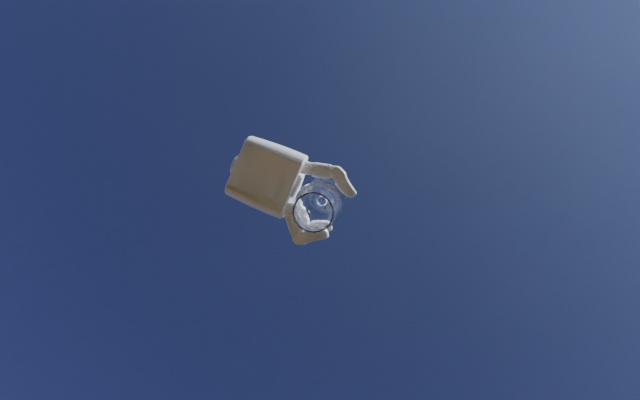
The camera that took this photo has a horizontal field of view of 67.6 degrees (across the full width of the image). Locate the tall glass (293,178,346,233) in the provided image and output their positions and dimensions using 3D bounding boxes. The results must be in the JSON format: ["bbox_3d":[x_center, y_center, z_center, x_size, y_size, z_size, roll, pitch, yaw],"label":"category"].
[{"bbox_3d":[0.000,0.003,0.806,0.079,0.079,0.201,0,9,6],"label":"tall glass"}]
